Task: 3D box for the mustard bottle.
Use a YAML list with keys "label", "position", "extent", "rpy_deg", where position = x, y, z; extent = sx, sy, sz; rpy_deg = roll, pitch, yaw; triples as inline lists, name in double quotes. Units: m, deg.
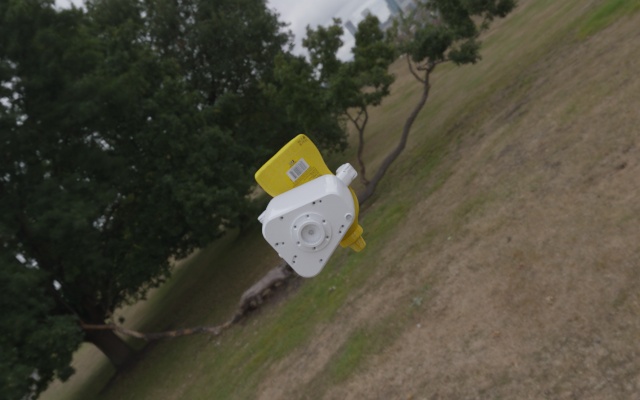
- label: "mustard bottle"
  position: [0.000, 0.002, 0.708]
  extent: [0.096, 0.191, 0.058]
  rpy_deg: [-45, 10, -17]
